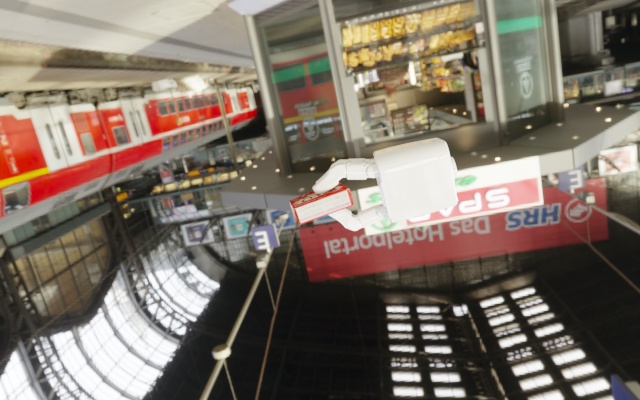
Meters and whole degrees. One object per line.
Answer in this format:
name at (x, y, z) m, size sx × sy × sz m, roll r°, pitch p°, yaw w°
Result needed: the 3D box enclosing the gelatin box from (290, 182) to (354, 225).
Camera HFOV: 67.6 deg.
gelatin box at (0.000, 0.003, 0.733) m, size 0.089 × 0.030 × 0.073 m, roll -20°, pitch 12°, yaw -5°
